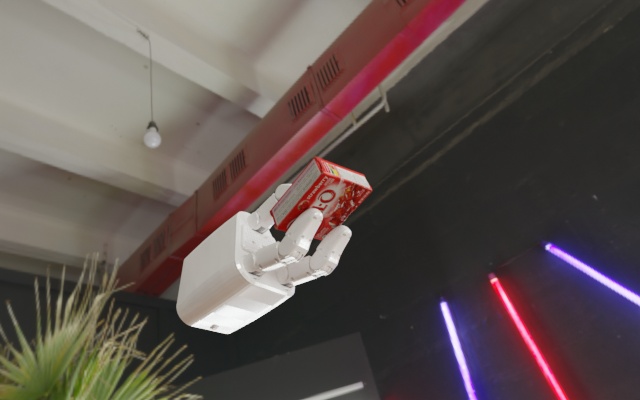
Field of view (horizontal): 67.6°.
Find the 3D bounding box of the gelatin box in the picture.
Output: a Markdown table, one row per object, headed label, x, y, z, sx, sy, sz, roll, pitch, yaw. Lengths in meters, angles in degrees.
| label | x | y | z | sx | sy | sz | roll | pitch | yaw |
| --- | --- | --- | --- | --- | --- | --- | --- | --- | --- |
| gelatin box | 0.000 | 0.001 | 0.516 | 0.073 | 0.030 | 0.089 | 17 | -55 | -39 |
